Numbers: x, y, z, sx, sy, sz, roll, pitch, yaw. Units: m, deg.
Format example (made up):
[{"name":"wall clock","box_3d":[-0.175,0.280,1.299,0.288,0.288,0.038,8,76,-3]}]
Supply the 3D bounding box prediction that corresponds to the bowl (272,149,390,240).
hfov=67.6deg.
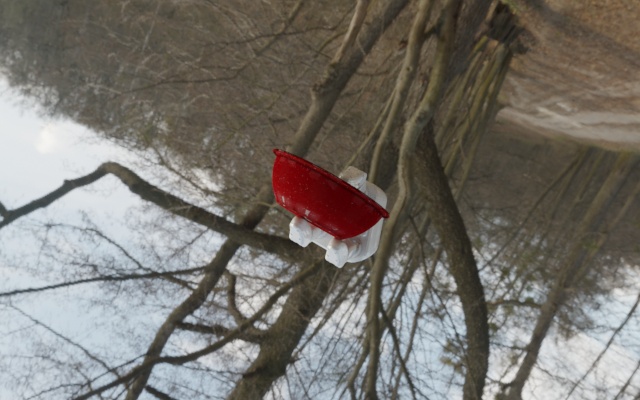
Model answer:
[{"name":"bowl","box_3d":[-0.001,0.002,0.575,0.162,0.055,0.162,30,-4,3]}]
